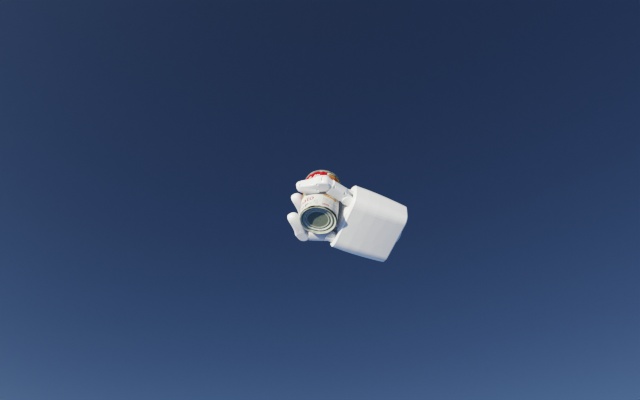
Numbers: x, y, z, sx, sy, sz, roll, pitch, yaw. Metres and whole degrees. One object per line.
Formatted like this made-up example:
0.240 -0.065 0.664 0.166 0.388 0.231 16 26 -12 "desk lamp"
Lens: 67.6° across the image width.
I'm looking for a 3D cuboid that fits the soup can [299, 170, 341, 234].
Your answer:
0.000 0.003 0.858 0.068 0.069 0.102 0 41 6 "soup can"
